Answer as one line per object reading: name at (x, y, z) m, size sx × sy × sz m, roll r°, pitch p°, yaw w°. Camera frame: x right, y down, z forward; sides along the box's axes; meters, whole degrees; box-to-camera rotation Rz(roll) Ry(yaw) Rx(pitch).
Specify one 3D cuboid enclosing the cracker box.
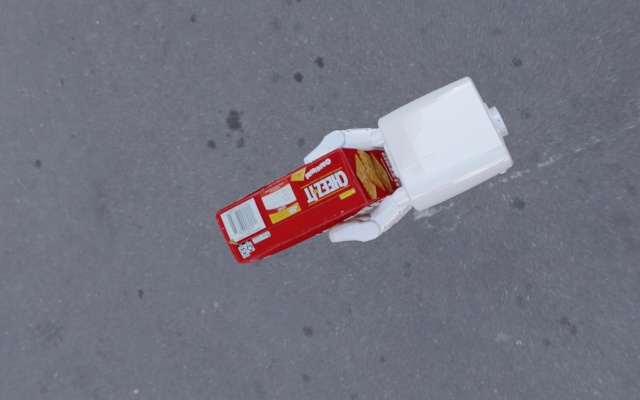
cracker box at (0.000, 0.002, 0.586) m, size 0.164 × 0.072 × 0.213 m, roll -27°, pitch -5°, yaw 19°
